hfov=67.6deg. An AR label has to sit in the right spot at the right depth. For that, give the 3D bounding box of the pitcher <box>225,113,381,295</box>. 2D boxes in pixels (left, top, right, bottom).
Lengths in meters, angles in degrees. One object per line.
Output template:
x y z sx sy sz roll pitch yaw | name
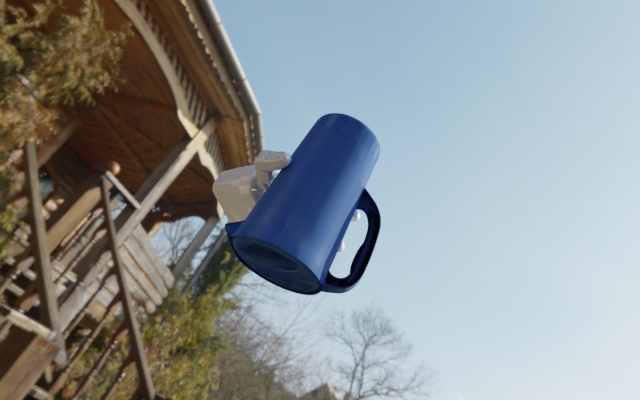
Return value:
0.000 0.002 0.658 0.145 0.242 0.149 -2 -41 45 | pitcher
